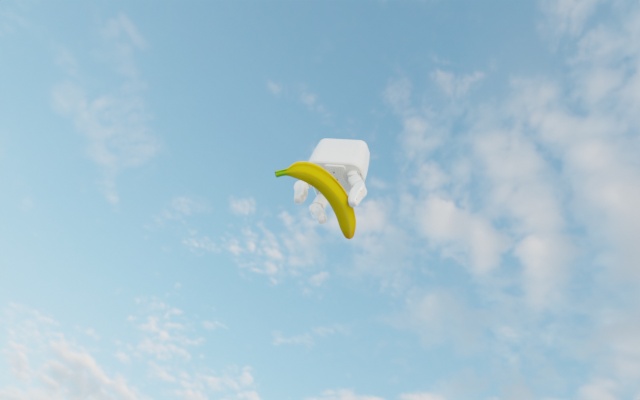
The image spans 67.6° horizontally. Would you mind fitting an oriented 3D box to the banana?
[{"bbox_3d":[0.011,-0.009,0.867,0.070,0.198,0.037,-38,21,26],"label":"banana"}]
